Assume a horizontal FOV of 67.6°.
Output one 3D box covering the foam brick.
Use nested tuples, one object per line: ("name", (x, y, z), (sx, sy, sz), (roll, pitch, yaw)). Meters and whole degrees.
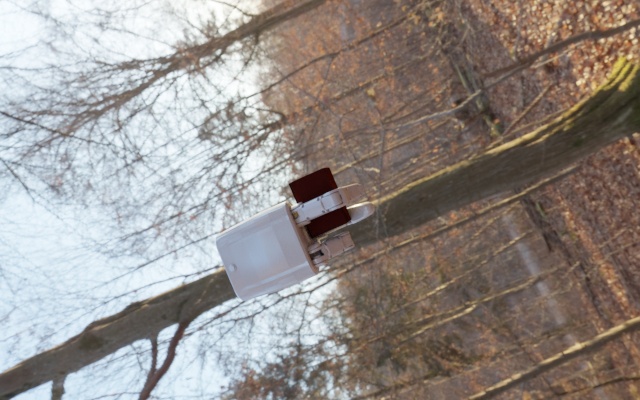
("foam brick", (0.000, 0.002, 0.619), (0.051, 0.078, 0.053), (-23, -2, 10))
